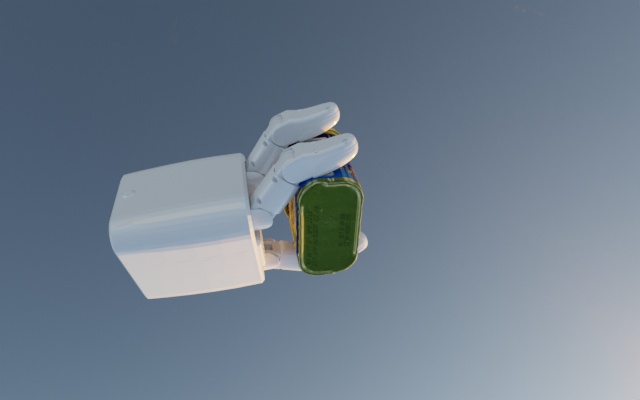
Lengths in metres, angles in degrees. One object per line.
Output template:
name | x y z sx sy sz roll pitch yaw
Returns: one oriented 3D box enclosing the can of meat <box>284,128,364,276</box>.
can of meat | 0.000 0.002 0.413 0.057 0.102 0.084 -5 36 -9
